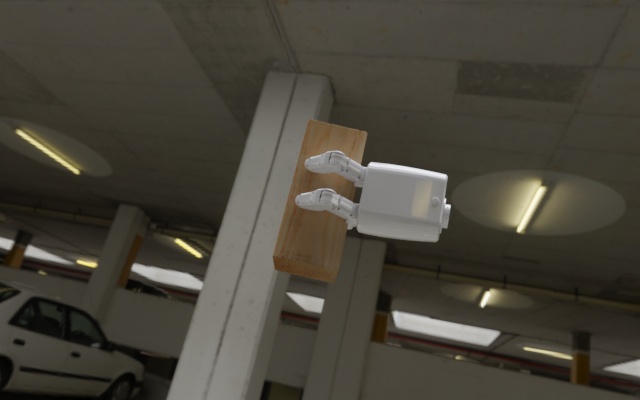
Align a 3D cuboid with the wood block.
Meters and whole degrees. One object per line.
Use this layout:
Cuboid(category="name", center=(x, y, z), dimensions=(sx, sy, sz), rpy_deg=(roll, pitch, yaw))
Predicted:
Cuboid(category="wood block", center=(0.001, 0.002, 0.685), dimensions=(0.090, 0.206, 0.091), rpy_deg=(13, -20, 2))
